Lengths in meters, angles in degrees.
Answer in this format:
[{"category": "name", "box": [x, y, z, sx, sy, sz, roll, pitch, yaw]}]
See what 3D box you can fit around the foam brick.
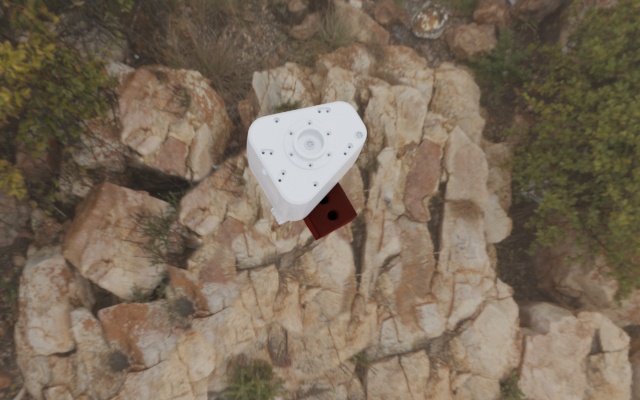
[{"category": "foam brick", "box": [0.000, 0.002, 0.574, 0.053, 0.078, 0.051, -30, -4, -11]}]
